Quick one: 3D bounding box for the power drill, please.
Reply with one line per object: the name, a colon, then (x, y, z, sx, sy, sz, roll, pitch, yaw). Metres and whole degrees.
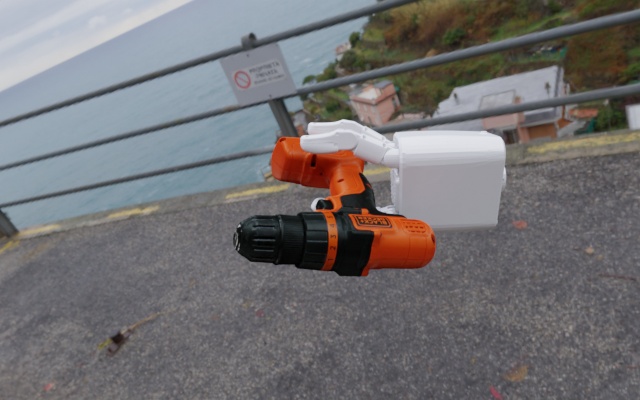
power drill: (0.000, 0.001, 0.478, 0.184, 0.057, 0.187, 5, 32, -19)
